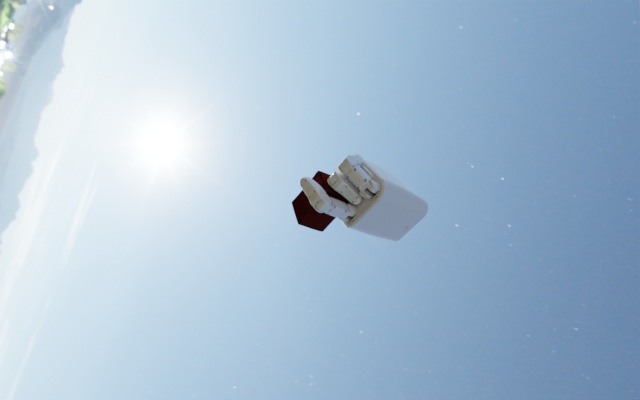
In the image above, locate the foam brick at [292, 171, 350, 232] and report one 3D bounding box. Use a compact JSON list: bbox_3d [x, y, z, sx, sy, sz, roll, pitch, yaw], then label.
[{"bbox_3d":[0.000,0.003,0.757,0.051,0.053,0.078,20,-54,-34],"label":"foam brick"}]
